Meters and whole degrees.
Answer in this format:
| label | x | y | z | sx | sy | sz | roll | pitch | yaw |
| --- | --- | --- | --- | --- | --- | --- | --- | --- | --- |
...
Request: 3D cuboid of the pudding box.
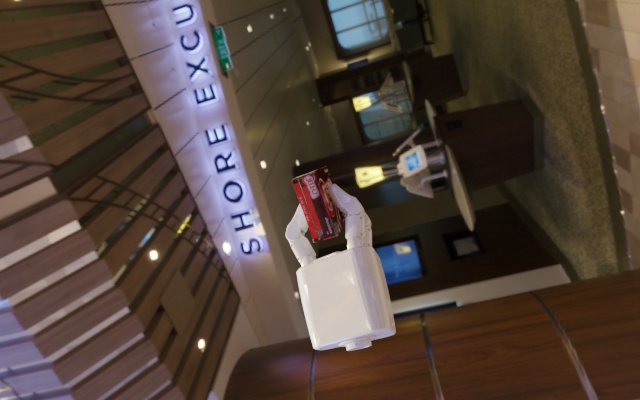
| label | x | y | z | sx | sy | sz | roll | pitch | yaw |
| --- | --- | --- | --- | --- | --- | --- | --- | --- | --- |
| pudding box | 0.000 | 0.002 | 0.667 | 0.039 | 0.090 | 0.113 | -18 | 5 | 9 |
